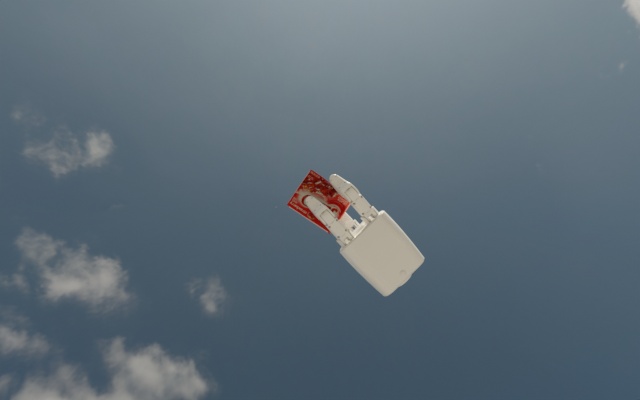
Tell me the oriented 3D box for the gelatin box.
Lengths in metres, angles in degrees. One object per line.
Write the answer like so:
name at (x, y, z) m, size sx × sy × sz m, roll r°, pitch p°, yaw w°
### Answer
gelatin box at (0.000, 0.002, 0.808) m, size 0.089 × 0.073 × 0.030 m, roll 34°, pitch -5°, yaw 4°
